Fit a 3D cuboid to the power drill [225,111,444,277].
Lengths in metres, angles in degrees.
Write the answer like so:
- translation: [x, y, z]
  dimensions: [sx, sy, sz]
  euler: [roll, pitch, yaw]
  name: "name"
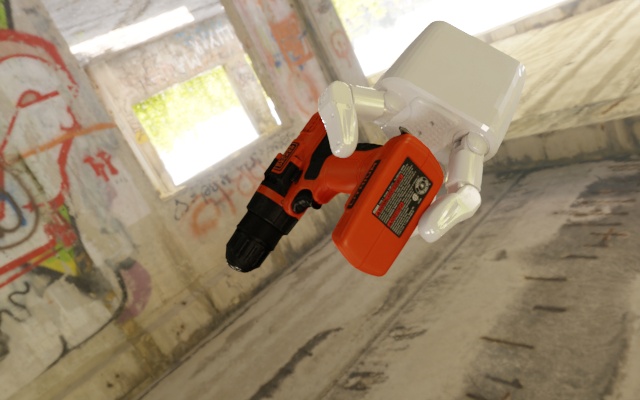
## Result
- translation: [0.000, 0.001, 0.415]
  dimensions: [0.057, 0.184, 0.187]
  euler: [38, -10, -32]
  name: "power drill"
